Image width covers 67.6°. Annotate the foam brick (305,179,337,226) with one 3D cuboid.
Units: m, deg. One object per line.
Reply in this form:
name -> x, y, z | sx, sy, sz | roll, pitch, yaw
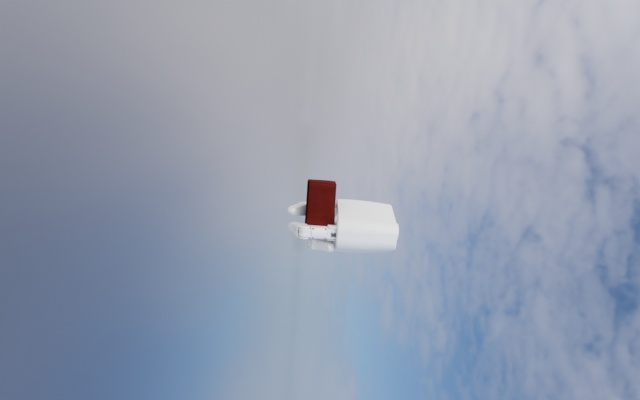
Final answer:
foam brick -> 0.000, 0.003, 0.856 | 0.051, 0.078, 0.053 | 4, 9, -1
